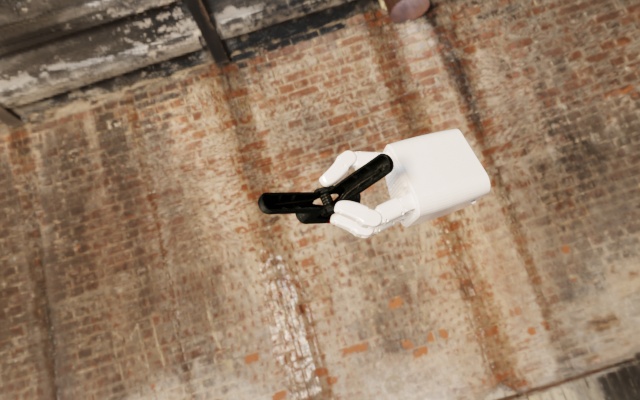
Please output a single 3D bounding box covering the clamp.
[{"bbox_3d":[0.000,0.001,0.638,0.164,0.036,0.210,-16,-13,-9],"label":"clamp"}]
